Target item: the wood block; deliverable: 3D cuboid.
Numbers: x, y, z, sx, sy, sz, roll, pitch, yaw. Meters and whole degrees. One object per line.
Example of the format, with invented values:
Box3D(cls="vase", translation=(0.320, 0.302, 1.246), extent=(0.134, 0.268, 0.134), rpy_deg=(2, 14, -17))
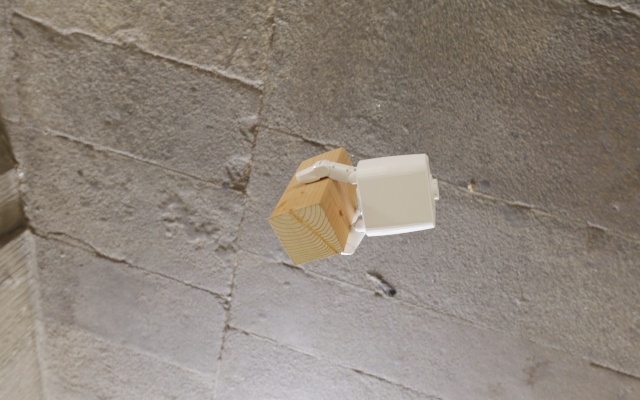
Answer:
Box3D(cls="wood block", translation=(0.000, 0.002, 0.791), extent=(0.090, 0.091, 0.206), rpy_deg=(-18, 23, 22))
